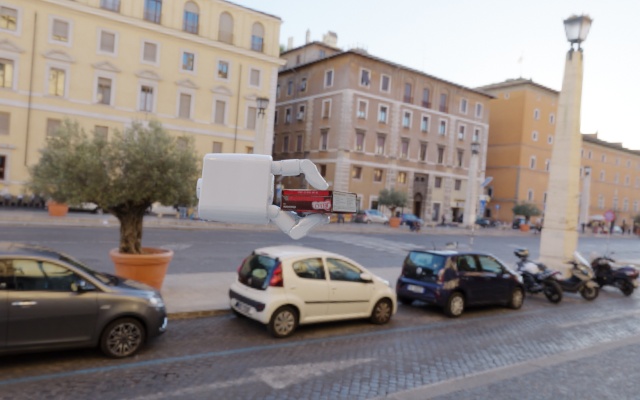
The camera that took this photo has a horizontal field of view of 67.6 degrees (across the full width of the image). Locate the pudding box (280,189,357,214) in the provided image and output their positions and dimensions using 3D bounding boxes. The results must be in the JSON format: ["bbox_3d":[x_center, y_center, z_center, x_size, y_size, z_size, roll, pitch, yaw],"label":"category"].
[{"bbox_3d":[0.000,0.002,0.777,0.090,0.039,0.113,2,1,25],"label":"pudding box"}]
